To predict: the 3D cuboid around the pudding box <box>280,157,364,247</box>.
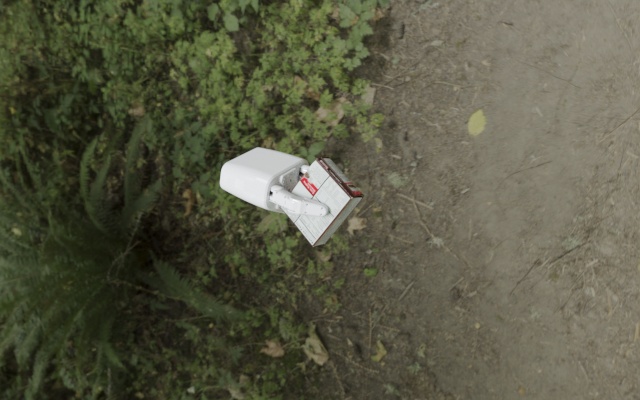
[{"bbox_3d":[0.000,0.002,0.741,0.039,0.090,0.113,-13,-34,-54],"label":"pudding box"}]
